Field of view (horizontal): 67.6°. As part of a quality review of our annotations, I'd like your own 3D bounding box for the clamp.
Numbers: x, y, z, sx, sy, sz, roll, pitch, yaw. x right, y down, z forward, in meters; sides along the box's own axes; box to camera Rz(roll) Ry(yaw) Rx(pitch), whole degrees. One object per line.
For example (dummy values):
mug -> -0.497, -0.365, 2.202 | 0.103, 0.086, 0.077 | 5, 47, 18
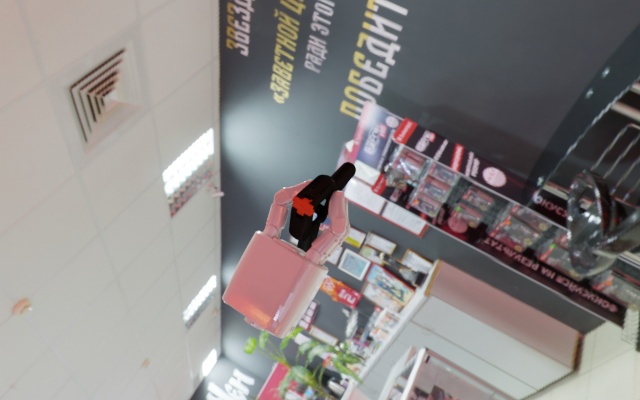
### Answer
clamp -> -0.001, 0.002, 0.668 | 0.036, 0.164, 0.210 | 28, -4, 10
